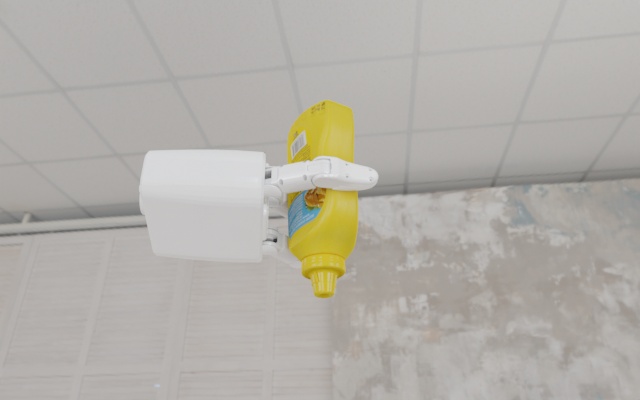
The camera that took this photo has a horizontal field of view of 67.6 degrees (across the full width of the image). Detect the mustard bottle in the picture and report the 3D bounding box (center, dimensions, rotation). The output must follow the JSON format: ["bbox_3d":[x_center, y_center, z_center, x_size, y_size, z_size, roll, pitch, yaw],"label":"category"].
[{"bbox_3d":[0.000,0.001,0.475,0.058,0.191,0.096,15,-33,-27],"label":"mustard bottle"}]
